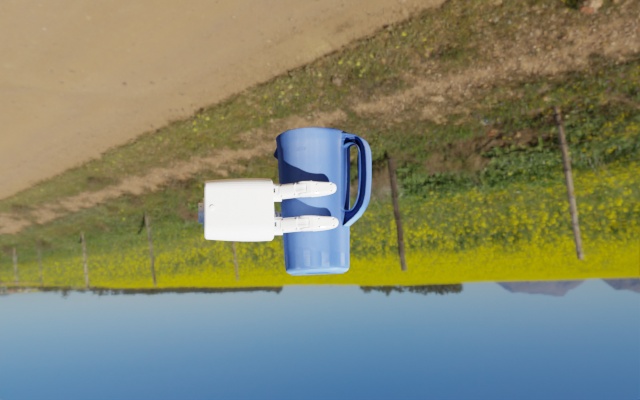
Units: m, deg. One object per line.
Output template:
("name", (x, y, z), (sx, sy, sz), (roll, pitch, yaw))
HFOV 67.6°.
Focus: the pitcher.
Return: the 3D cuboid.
("pitcher", (0.000, 0.003, 0.815), (0.145, 0.242, 0.149), (0, -10, -15))
